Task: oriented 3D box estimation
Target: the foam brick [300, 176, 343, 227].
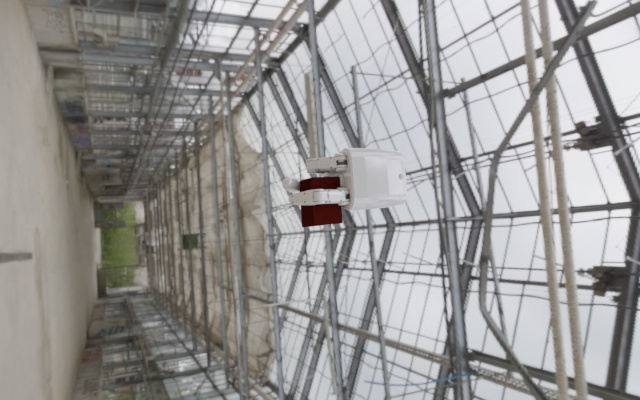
[{"bbox_3d":[0.000,0.003,0.774,0.051,0.078,0.053,-2,-4,-25],"label":"foam brick"}]
